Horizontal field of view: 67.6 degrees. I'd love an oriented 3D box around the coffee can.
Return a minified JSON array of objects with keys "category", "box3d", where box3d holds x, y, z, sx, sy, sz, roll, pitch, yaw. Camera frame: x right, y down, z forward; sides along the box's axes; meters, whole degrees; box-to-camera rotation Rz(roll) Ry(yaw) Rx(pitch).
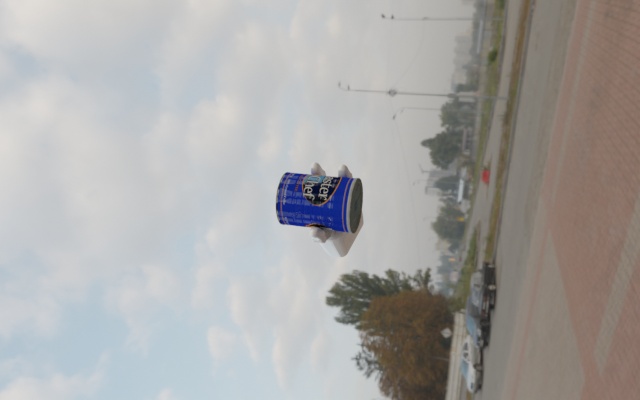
[{"category":"coffee can","box3d":[0.000,0.003,0.891,0.140,0.103,0.103,6,2,16]}]
